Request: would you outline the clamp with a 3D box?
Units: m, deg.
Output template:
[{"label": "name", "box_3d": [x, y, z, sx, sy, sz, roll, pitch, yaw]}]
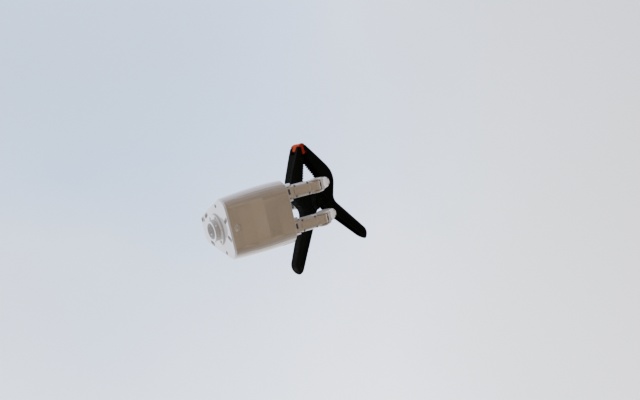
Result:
[{"label": "clamp", "box_3d": [-0.001, 0.002, 0.819, 0.164, 0.210, 0.036, -17, 8, -35]}]
